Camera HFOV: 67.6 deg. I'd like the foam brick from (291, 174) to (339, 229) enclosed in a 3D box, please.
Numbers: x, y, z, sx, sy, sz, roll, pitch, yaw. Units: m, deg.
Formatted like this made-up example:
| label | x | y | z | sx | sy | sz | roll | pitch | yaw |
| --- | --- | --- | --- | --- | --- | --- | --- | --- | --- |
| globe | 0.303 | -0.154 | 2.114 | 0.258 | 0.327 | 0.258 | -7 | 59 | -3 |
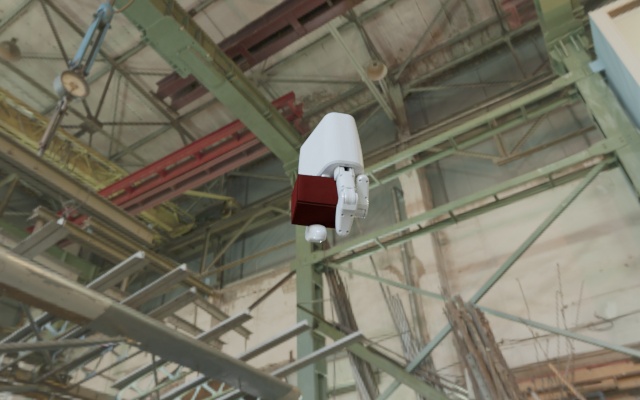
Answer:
| label | x | y | z | sx | sy | sz | roll | pitch | yaw |
| --- | --- | --- | --- | --- | --- | --- | --- | --- | --- |
| foam brick | 0.000 | 0.002 | 0.664 | 0.078 | 0.051 | 0.053 | 6 | -39 | -12 |
